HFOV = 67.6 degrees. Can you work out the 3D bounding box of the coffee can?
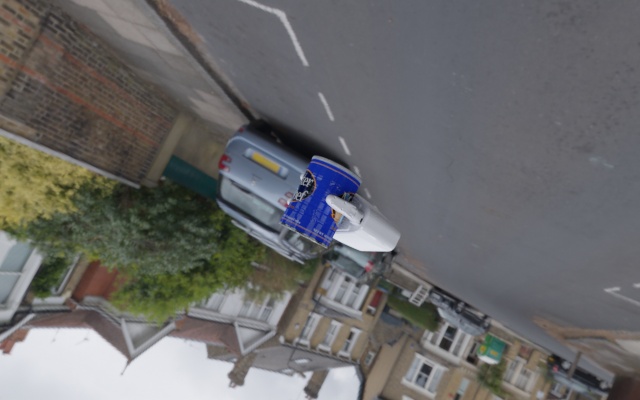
[{"bbox_3d":[0.000,0.003,0.879,0.103,0.140,0.103,27,-6,3],"label":"coffee can"}]
